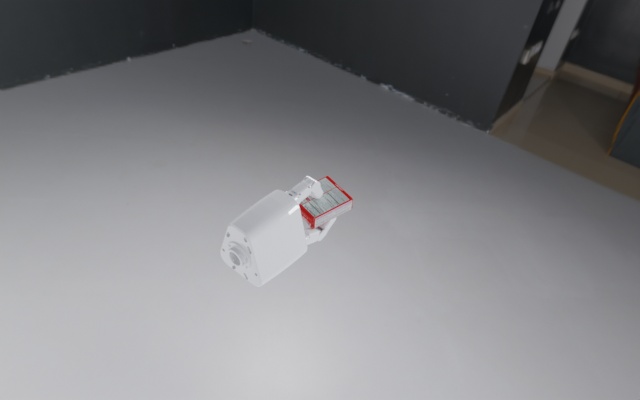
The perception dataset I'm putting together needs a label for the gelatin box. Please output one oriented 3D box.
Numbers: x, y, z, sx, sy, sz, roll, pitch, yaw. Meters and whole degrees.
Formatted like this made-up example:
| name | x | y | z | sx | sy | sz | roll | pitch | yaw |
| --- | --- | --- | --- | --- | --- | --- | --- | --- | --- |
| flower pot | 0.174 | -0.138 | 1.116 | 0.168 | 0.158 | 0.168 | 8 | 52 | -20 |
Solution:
| name | x | y | z | sx | sy | sz | roll | pitch | yaw |
| --- | --- | --- | --- | --- | --- | --- | --- | --- | --- |
| gelatin box | 0.000 | 0.002 | 0.832 | 0.089 | 0.030 | 0.073 | -27 | 52 | -27 |
